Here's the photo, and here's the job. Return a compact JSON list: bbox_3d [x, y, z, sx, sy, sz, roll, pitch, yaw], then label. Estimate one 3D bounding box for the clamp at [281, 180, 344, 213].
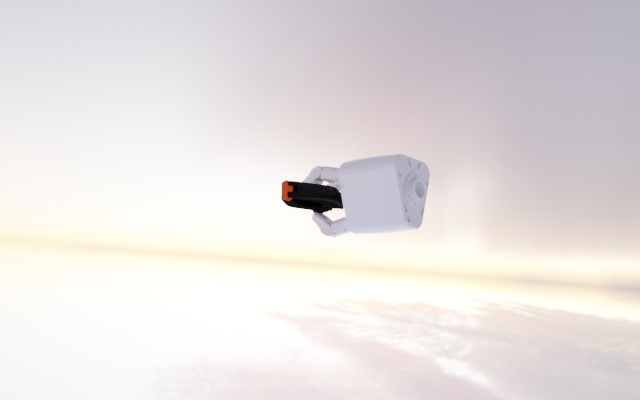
[{"bbox_3d":[0.000,0.003,0.802,0.164,0.036,0.210,-12,-16,42],"label":"clamp"}]
